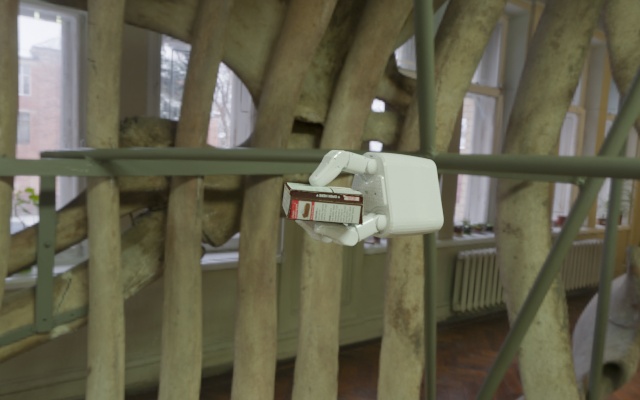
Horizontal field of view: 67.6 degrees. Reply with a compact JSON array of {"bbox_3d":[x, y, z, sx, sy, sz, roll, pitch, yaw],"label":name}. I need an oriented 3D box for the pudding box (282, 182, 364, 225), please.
[{"bbox_3d":[0.000,0.002,0.594,0.090,0.039,0.113,4,4,-7],"label":"pudding box"}]
